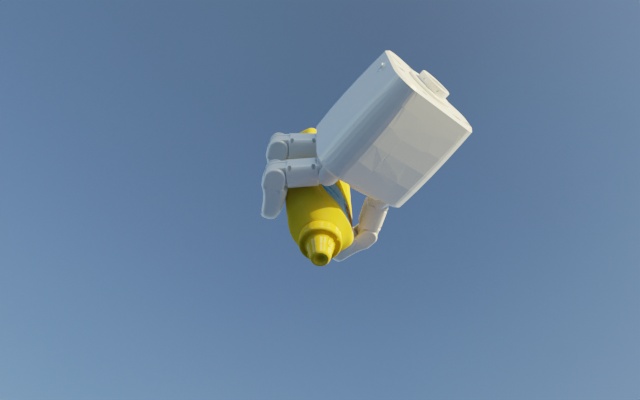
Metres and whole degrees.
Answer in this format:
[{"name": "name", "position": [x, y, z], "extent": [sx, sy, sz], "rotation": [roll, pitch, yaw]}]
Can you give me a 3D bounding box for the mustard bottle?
[{"name": "mustard bottle", "position": [0.000, 0.002, 0.508], "extent": [0.058, 0.096, 0.191], "rotation": [-24, 29, 14]}]
